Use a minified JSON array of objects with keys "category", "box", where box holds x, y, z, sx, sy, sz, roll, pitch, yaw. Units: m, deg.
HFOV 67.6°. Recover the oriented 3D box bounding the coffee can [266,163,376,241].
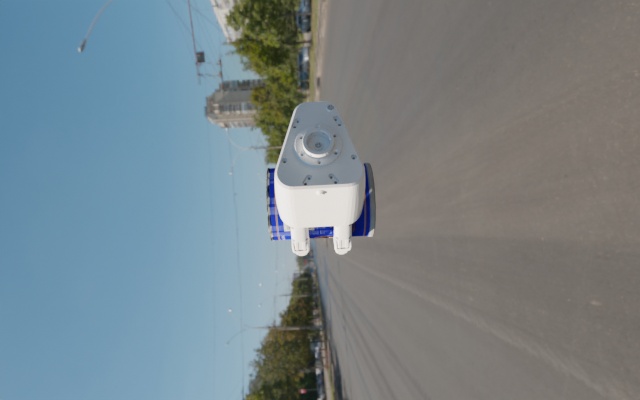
[{"category":"coffee can","box":[0.000,0.002,0.661,0.140,0.103,0.103,-3,0,-1]}]
